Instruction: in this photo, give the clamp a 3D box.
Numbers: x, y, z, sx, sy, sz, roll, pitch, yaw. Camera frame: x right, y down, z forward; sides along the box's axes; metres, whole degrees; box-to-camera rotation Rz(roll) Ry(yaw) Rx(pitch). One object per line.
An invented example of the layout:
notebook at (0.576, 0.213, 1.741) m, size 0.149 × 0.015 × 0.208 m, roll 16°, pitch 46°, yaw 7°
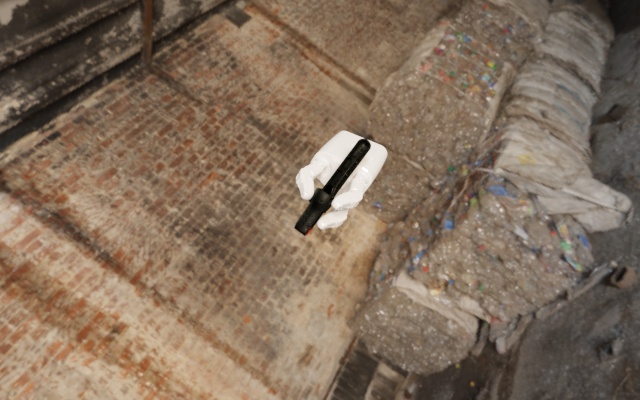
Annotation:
clamp at (-0.001, 0.002, 0.797) m, size 0.164 × 0.036 × 0.210 m, roll -48°, pitch -5°, yaw -49°
